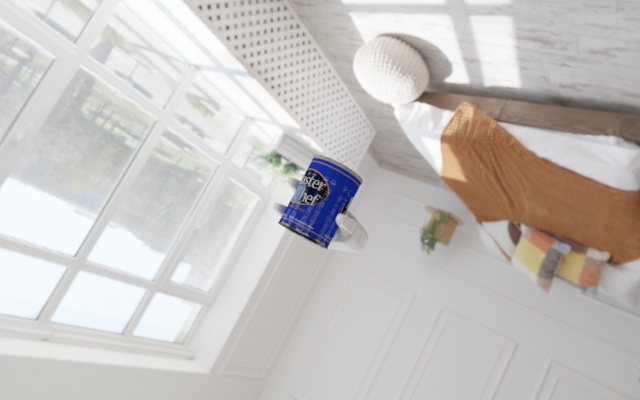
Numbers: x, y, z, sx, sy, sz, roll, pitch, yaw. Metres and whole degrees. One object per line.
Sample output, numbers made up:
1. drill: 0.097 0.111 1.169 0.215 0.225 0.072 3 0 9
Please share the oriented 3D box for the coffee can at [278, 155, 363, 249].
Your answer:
1. coffee can: 0.000 0.003 0.866 0.103 0.140 0.103 27 -8 4
